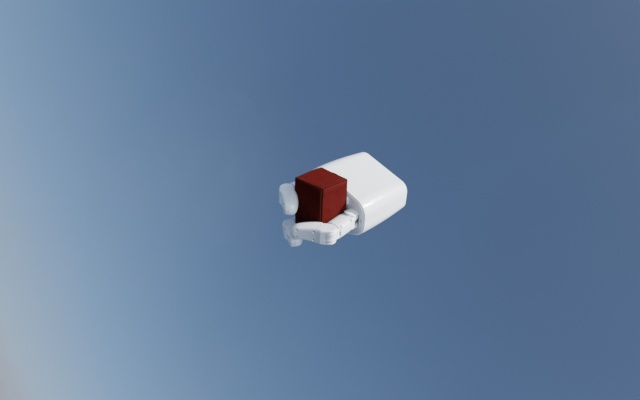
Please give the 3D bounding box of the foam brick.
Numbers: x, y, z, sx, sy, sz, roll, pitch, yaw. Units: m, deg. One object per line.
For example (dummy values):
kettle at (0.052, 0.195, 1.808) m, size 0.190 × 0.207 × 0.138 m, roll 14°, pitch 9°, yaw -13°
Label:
foam brick at (0.000, 0.002, 0.658) m, size 0.051 × 0.078 × 0.053 m, roll -25°, pitch 40°, yaw -38°
